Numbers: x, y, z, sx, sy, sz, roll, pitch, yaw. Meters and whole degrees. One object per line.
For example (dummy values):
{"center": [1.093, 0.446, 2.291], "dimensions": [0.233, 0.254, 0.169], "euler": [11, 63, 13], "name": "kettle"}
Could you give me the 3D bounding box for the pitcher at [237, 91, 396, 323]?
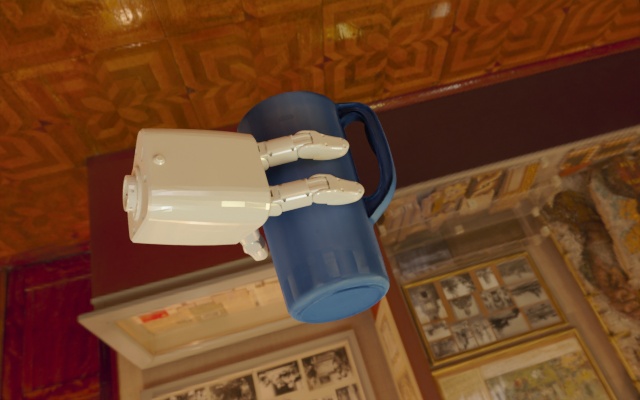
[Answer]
{"center": [0.000, 0.002, 0.537], "dimensions": [0.145, 0.242, 0.149], "euler": [2, -35, -30], "name": "pitcher"}
